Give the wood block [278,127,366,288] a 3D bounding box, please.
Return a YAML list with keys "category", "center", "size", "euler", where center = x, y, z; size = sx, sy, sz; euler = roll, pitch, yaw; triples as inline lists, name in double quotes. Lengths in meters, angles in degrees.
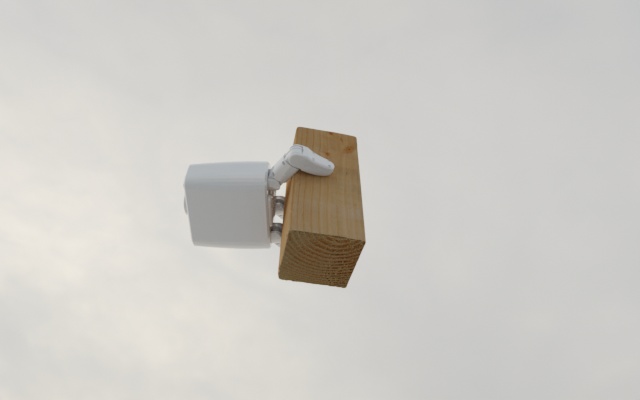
- category: "wood block"
  center: [0.000, 0.002, 0.633]
  size: [0.090, 0.091, 0.206]
  euler: [9, 42, -8]
